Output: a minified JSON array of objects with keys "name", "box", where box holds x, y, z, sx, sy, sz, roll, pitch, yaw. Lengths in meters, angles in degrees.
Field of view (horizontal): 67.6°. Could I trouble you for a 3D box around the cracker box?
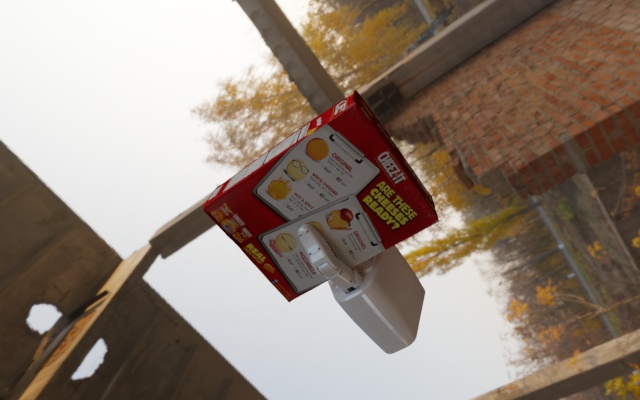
[{"name":"cracker box","box":[0.000,0.002,0.557,0.214,0.164,0.072,-32,20,19]}]
